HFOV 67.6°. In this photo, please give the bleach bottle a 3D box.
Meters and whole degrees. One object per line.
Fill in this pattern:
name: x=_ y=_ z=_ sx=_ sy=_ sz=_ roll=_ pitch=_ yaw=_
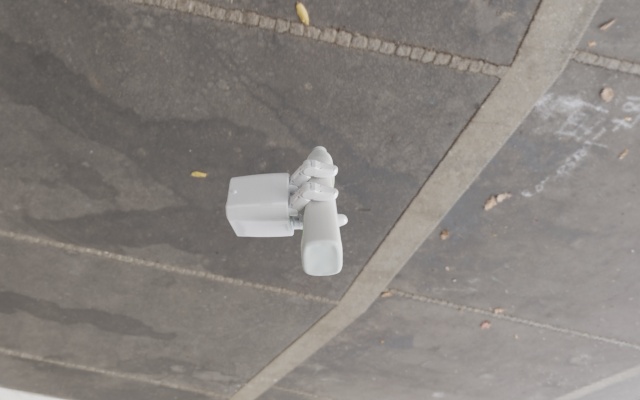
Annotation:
bleach bottle: x=0.000 y=0.003 z=0.857 sx=0.068 sy=0.250 sz=0.103 roll=-2 pitch=-42 yaw=1
